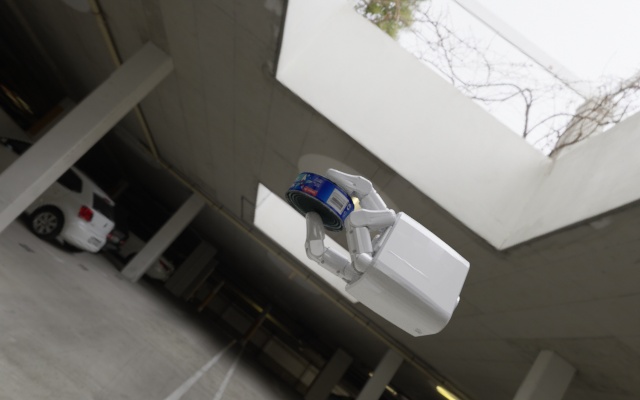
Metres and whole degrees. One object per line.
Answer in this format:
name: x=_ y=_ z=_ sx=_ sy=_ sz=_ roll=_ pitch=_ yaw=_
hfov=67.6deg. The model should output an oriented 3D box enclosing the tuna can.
tuna can: x=0.000 y=0.001 z=0.605 sx=0.086 sy=0.033 sz=0.086 roll=29 pitch=-20 yaw=11
